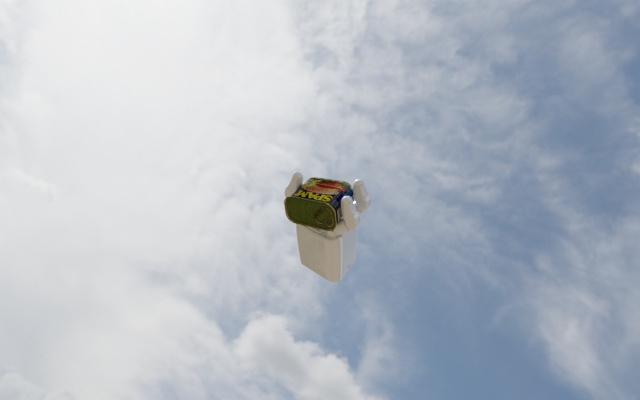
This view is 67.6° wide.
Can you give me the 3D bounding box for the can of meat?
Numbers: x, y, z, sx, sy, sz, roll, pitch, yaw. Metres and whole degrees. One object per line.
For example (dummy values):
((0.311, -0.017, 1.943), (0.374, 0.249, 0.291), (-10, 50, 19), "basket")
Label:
((0.000, 0.003, 0.856), (0.102, 0.057, 0.084), (11, 35, 26), "can of meat")
